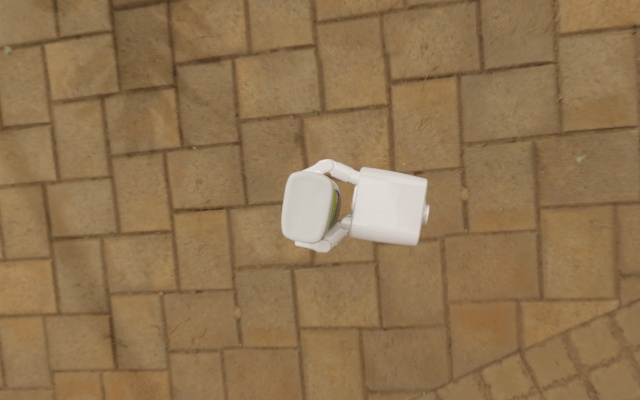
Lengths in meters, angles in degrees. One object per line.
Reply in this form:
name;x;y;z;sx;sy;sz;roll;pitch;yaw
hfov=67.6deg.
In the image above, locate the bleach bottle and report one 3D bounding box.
bleach bottle;0.000;0.003;0.771;0.068;0.102;0.251;11;6;8
